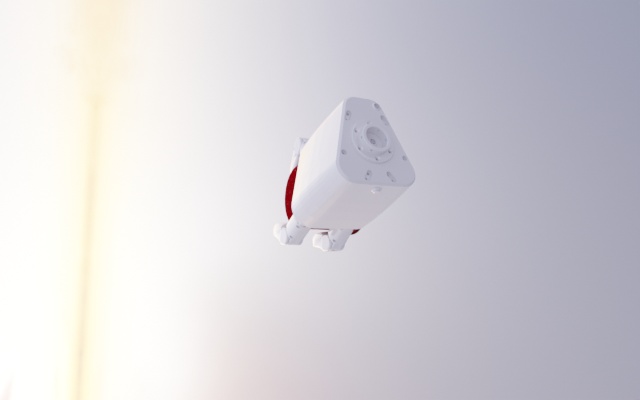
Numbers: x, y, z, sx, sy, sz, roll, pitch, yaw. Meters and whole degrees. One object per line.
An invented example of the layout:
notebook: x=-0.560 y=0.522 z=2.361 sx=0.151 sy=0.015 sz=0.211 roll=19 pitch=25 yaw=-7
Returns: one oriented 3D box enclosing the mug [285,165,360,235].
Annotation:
mug: x=-0.001 y=0.003 z=0.622 sx=0.081 sy=0.093 sz=0.117 roll=4 pitch=-28 yaw=-26
